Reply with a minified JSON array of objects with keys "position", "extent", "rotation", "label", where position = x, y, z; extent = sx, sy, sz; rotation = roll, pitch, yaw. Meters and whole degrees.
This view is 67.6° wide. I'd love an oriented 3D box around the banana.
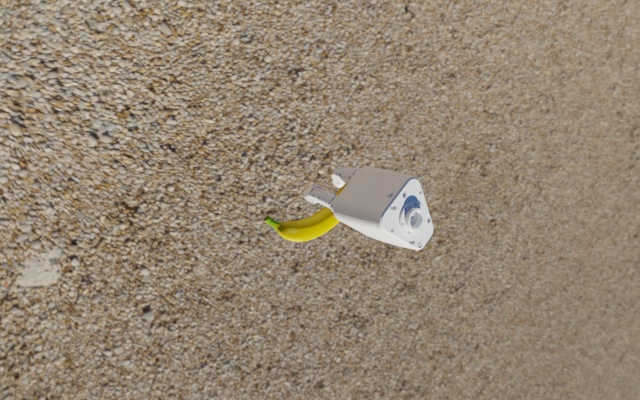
[{"position":[0.003,0.021,0.820],"extent":[0.197,0.070,0.037],"rotation":[-27,21,-27],"label":"banana"}]
